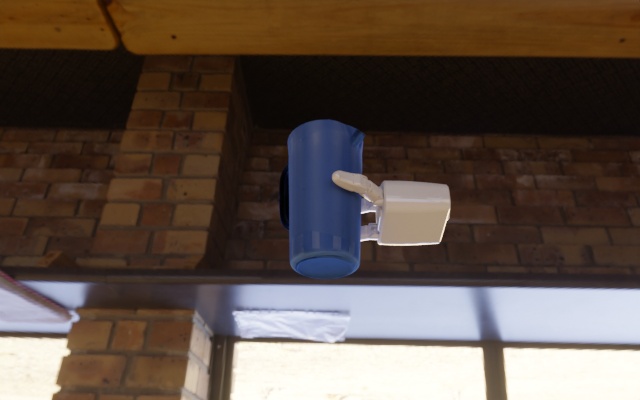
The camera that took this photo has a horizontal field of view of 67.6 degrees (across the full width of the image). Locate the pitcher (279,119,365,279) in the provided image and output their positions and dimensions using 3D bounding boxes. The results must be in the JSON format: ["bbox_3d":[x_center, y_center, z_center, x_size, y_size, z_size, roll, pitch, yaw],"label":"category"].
[{"bbox_3d":[0.000,0.003,0.791,0.145,0.242,0.149,3,-30,-3],"label":"pitcher"}]
